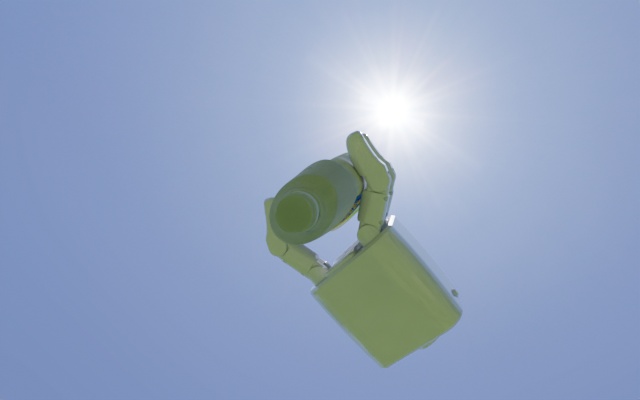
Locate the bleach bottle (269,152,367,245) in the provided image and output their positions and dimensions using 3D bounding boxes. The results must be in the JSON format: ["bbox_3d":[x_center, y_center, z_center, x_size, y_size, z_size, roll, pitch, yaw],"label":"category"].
[{"bbox_3d":[0.000,0.001,0.470,0.102,0.068,0.251,-45,-4,13],"label":"bleach bottle"}]
